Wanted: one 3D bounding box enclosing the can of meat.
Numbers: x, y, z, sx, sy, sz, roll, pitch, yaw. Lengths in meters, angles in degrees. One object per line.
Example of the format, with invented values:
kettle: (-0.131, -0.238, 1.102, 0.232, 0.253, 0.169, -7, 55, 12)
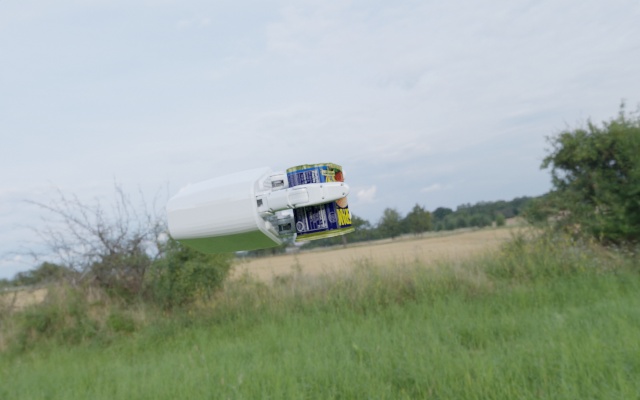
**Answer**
can of meat: (0.000, 0.002, 0.566, 0.057, 0.084, 0.102, -11, -3, 14)
